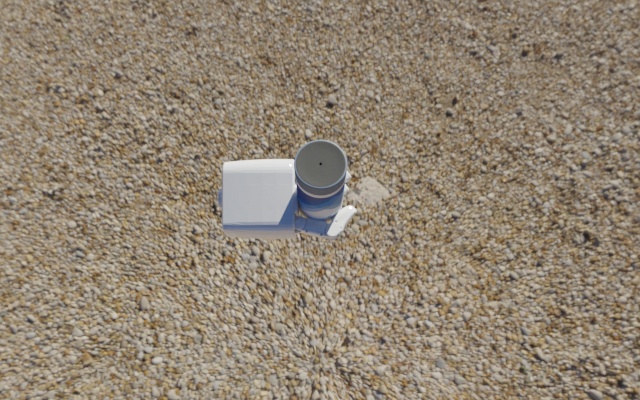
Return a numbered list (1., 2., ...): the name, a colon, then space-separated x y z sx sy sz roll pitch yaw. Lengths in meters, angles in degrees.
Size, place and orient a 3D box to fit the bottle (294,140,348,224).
1. bottle: 0.000 0.002 0.727 0.069 0.069 0.296 0 -19 0
